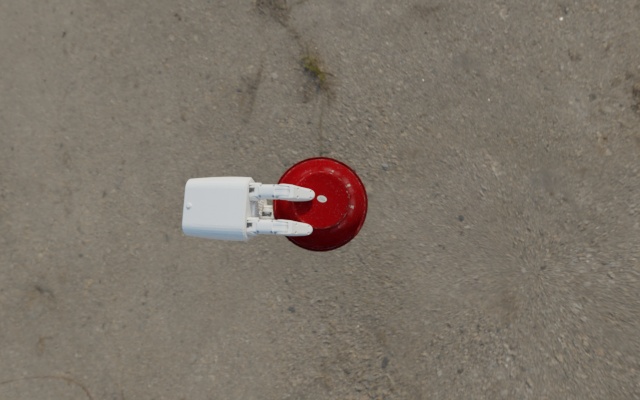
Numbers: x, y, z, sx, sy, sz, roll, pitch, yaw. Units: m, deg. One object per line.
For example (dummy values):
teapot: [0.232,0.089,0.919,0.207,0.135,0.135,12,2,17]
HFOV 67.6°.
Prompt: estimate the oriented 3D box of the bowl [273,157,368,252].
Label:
bowl: [0.001,0.002,0.780,0.162,0.162,0.055,0,-7,-1]
